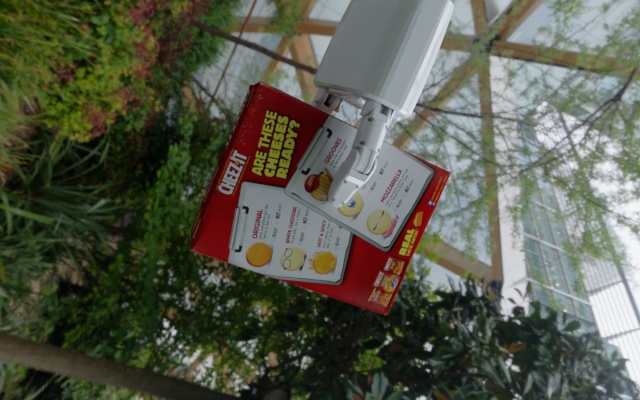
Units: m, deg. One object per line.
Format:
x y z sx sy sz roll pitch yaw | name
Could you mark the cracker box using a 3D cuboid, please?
0.000 0.002 0.480 0.214 0.164 0.072 22 5 -19 | cracker box
